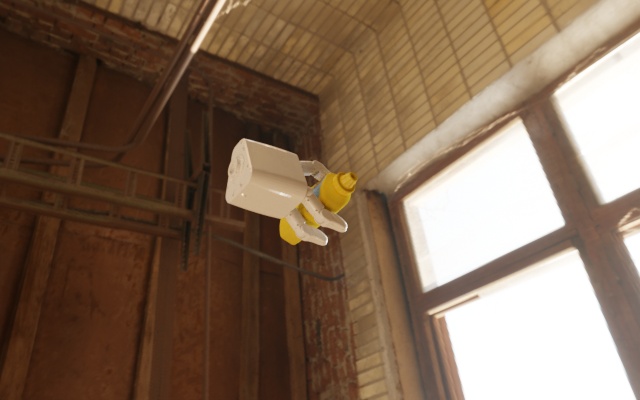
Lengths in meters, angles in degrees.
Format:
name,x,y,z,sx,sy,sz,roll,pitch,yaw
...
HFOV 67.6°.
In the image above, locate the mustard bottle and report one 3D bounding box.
name,x,y,z,sx,sy,sz,roll,pitch,yaw
mustard bottle,0.000,0.003,0.868,0.058,0.096,0.192,36,-45,-16
